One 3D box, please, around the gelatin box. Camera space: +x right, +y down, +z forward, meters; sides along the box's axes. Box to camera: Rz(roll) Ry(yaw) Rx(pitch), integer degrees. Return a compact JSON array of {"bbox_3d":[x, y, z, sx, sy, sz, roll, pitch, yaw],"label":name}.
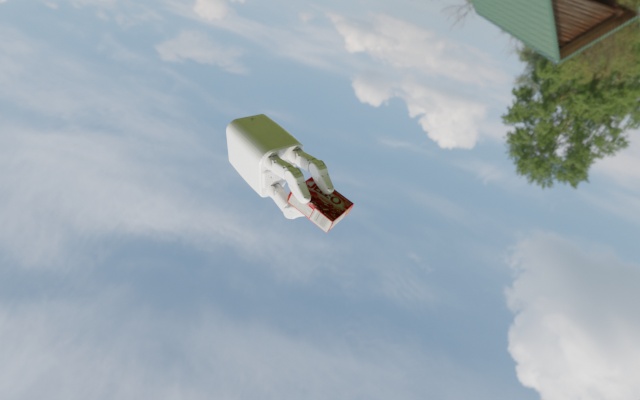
[{"bbox_3d":[0.000,0.003,0.798,0.089,0.030,0.073,38,39,13],"label":"gelatin box"}]
